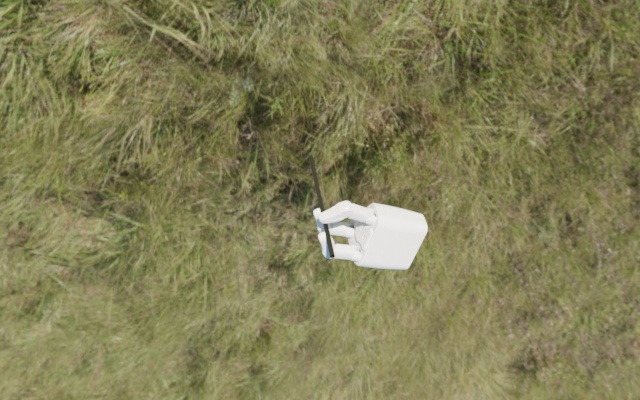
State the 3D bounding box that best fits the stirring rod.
[{"bbox_3d":[0.000,0.003,0.847,0.011,0.239,0.011,-7,-42,-6],"label":"stirring rod"}]
